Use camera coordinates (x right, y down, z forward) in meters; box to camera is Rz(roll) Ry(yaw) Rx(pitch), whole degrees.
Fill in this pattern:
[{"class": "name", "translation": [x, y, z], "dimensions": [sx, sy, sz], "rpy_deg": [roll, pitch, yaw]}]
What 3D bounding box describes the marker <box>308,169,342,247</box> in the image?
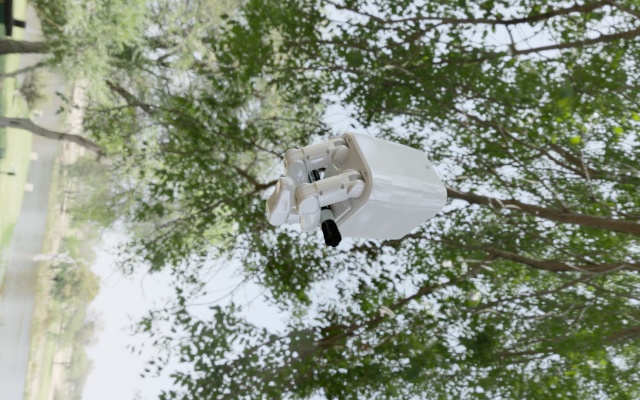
[{"class": "marker", "translation": [0.000, 0.002, 0.524], "dimensions": [0.020, 0.121, 0.020], "rpy_deg": [-11, -41, -10]}]
